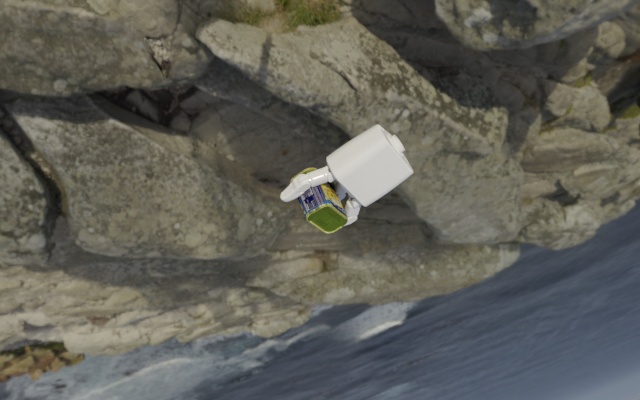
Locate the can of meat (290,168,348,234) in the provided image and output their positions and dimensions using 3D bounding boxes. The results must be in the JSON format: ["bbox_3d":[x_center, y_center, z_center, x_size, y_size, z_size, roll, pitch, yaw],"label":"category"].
[{"bbox_3d":[0.000,0.003,0.851,0.057,0.084,0.102,-33,-33,14],"label":"can of meat"}]
